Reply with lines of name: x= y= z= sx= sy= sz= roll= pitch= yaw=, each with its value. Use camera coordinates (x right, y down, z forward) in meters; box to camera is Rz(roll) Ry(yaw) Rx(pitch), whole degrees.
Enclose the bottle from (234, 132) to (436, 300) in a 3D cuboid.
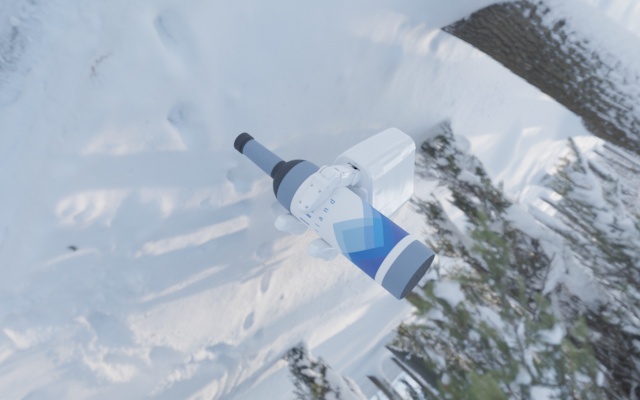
bottle: x=0.000 y=0.002 z=0.585 sx=0.295 sy=0.069 sz=0.069 roll=38 pitch=17 yaw=23
